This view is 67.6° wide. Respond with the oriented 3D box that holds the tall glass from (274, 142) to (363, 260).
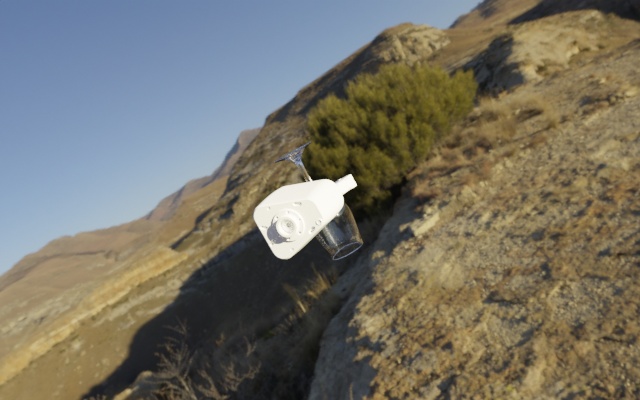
[{"bbox_3d":[0.000,0.002,0.833,0.079,0.201,0.079,-29,6,3],"label":"tall glass"}]
